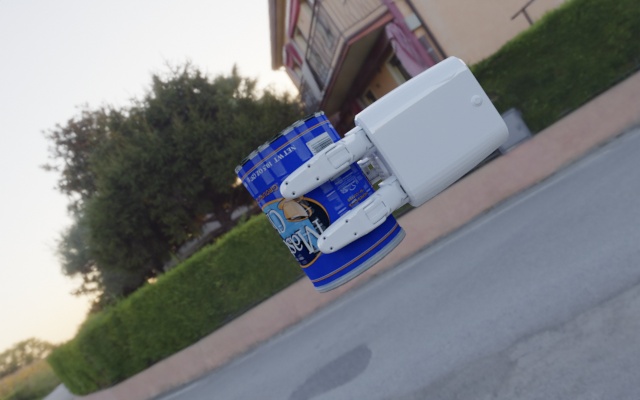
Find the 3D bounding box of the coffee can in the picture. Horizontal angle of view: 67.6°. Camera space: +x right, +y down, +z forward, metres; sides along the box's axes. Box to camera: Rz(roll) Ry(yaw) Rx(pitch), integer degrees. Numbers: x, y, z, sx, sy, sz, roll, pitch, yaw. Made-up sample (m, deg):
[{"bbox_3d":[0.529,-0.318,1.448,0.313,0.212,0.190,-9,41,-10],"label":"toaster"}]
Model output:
[{"bbox_3d":[0.000,0.002,0.458,0.103,0.140,0.103,-34,1,1],"label":"coffee can"}]
